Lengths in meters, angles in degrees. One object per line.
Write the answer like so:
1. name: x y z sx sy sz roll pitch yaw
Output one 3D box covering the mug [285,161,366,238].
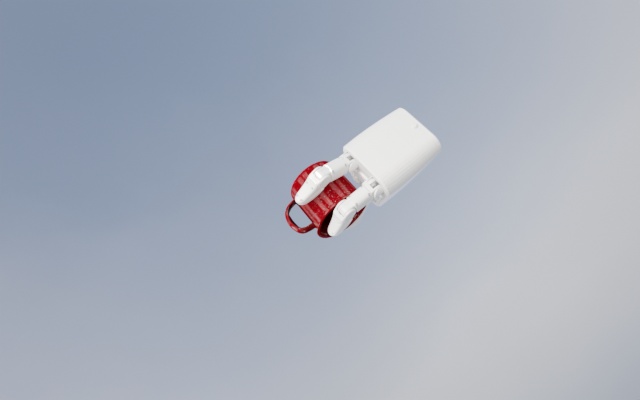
1. mug: -0.001 0.003 0.710 0.117 0.081 0.093 -36 -27 -10
